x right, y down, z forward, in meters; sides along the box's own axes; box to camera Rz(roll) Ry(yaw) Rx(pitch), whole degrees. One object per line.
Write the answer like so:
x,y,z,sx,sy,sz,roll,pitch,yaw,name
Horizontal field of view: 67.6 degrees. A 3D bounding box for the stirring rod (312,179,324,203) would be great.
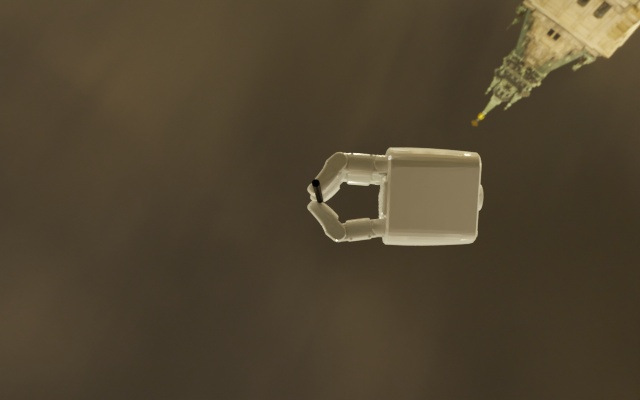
0.000,0.002,0.592,0.011,0.011,0.239,0,-9,2,stirring rod
